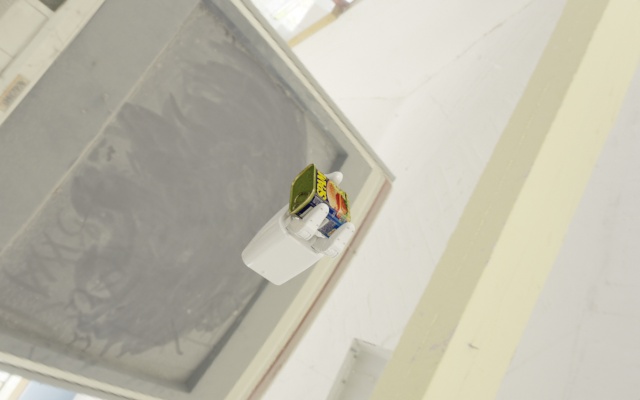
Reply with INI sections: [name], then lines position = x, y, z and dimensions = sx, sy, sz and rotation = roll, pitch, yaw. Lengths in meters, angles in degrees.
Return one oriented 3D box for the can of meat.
[can of meat]
position = 0.000, 0.003, 0.766
dimensions = 0.084, 0.057, 0.102
rotation = 38, 27, -23
